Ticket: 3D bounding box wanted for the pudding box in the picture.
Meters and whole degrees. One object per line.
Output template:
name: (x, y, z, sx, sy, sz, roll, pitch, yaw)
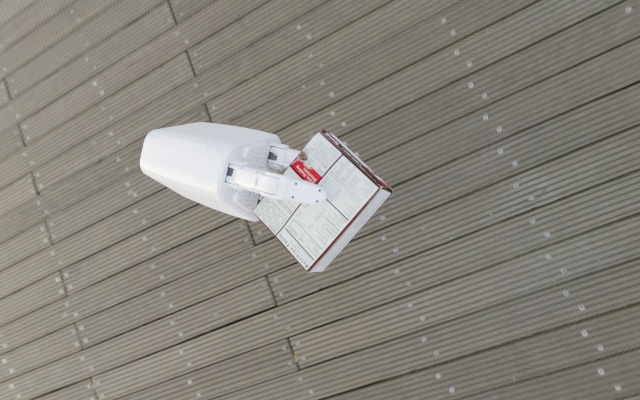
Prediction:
pudding box: (0.000, 0.001, 0.467, 0.090, 0.113, 0.039, 45, 16, 20)
